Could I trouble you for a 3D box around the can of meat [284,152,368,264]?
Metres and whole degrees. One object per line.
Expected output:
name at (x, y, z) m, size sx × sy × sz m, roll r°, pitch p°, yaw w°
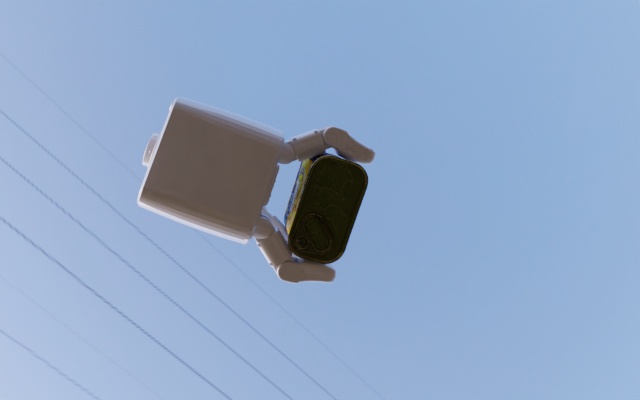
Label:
can of meat at (0.000, 0.001, 0.485) m, size 0.057 × 0.102 × 0.084 m, roll 16°, pitch 8°, yaw -13°
